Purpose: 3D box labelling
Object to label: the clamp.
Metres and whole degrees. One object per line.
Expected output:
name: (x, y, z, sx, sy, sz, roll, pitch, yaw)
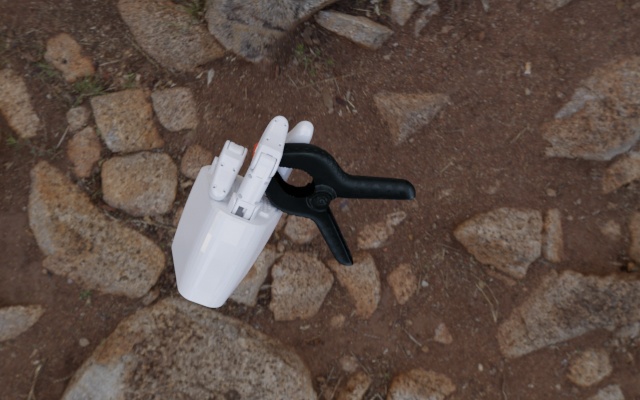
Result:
clamp: (0.000, 0.002, 0.497, 0.171, 0.120, 0.039, 23, 20, -14)
